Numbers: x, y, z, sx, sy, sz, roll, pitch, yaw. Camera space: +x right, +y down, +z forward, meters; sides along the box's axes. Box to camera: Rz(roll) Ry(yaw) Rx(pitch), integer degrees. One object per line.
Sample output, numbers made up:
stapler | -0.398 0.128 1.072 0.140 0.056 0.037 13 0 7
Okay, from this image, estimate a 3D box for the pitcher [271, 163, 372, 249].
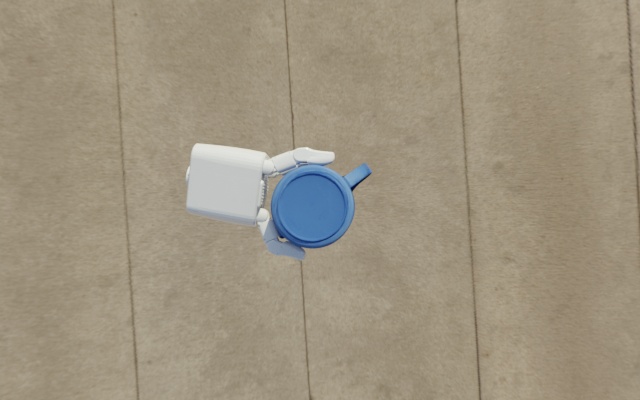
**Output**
pitcher | 0.000 0.002 0.722 0.145 0.149 0.243 10 0 1
